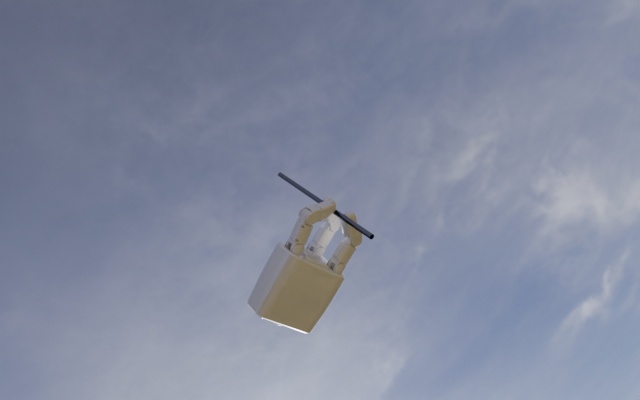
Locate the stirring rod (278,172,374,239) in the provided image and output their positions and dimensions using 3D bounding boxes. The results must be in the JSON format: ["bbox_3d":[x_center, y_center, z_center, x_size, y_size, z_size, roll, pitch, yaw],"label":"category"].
[{"bbox_3d":[0.000,0.002,0.735,0.011,0.011,0.239,0,23,-39],"label":"stirring rod"}]
